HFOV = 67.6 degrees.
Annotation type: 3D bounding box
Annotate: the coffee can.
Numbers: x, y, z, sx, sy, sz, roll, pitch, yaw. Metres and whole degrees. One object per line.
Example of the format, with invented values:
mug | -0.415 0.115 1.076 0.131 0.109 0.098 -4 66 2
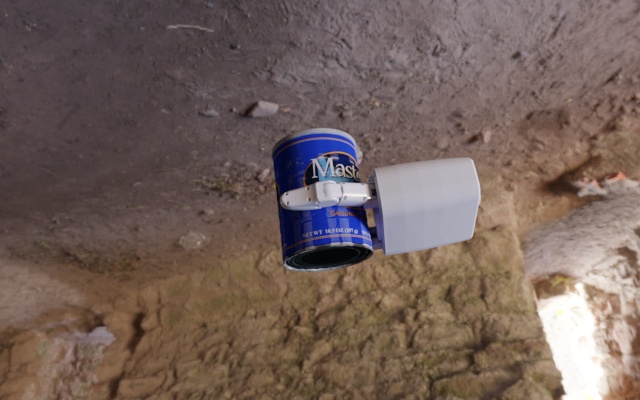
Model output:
coffee can | 0.000 0.002 0.557 0.103 0.140 0.103 -7 -22 -3
